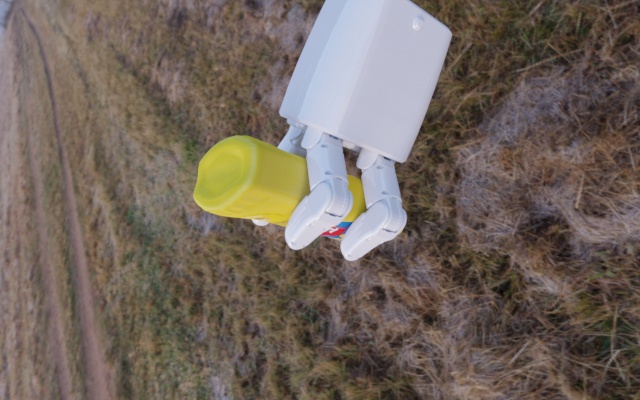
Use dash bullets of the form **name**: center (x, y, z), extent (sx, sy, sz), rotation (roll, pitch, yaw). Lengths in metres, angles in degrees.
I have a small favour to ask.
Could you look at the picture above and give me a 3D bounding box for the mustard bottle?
- **mustard bottle**: center (0.000, 0.002, 0.401), extent (0.192, 0.058, 0.096), rotation (16, -16, -36)
